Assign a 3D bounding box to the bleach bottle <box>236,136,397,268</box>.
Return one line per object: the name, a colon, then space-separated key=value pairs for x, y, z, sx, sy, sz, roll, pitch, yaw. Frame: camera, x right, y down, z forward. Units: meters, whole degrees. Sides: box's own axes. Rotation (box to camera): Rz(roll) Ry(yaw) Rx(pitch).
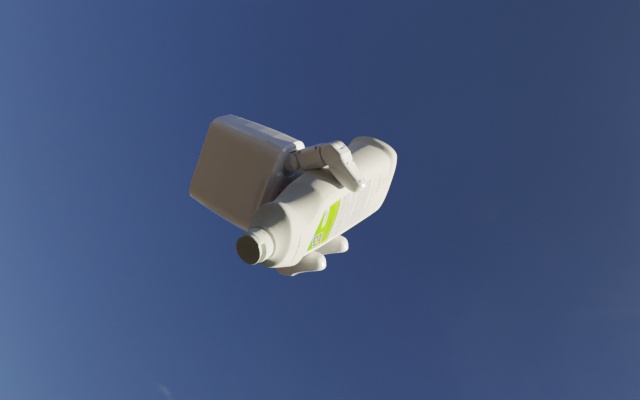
bleach bottle: x=0.000 y=0.002 z=0.527 sx=0.068 sy=0.103 sz=0.250 roll=26 pitch=28 yaw=22
